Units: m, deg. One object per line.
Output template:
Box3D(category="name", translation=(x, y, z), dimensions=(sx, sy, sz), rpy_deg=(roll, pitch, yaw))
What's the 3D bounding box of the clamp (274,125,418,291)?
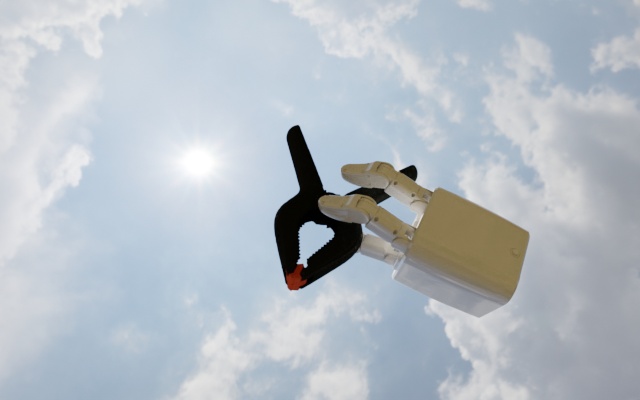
Box3D(category="clamp", translation=(0.000, 0.003, 0.526), dimensions=(0.164, 0.210, 0.036), rpy_deg=(25, -37, 11))
